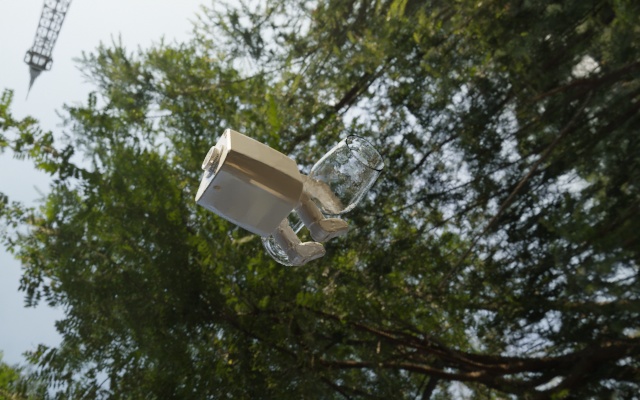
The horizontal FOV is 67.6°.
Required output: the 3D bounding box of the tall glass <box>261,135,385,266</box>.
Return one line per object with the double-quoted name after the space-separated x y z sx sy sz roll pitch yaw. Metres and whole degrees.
0.000 0.003 0.648 0.079 0.079 0.201 0 -39 -47 "tall glass"
